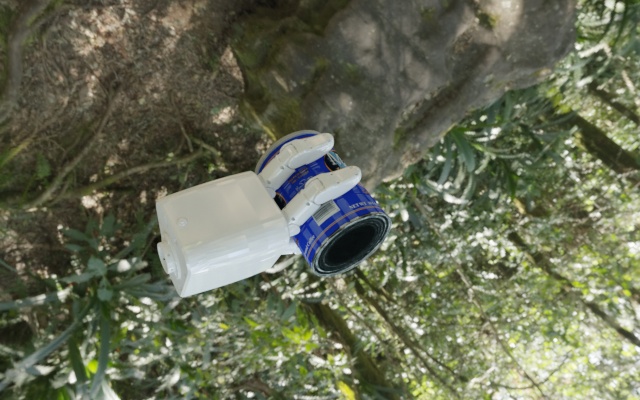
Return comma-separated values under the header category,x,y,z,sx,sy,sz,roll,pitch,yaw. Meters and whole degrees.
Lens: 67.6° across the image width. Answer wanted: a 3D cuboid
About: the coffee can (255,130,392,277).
category,x,y,z,sx,sy,sz,roll,pitch,yaw
coffee can,0.000,0.002,0.552,0.103,0.103,0.140,0,44,-45
